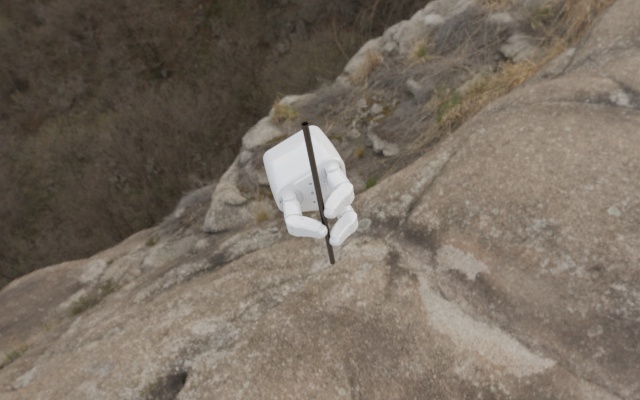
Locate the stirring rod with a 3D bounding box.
[{"bbox_3d":[0.000,0.002,0.619,0.011,0.240,0.011,-6,42,6],"label":"stirring rod"}]
